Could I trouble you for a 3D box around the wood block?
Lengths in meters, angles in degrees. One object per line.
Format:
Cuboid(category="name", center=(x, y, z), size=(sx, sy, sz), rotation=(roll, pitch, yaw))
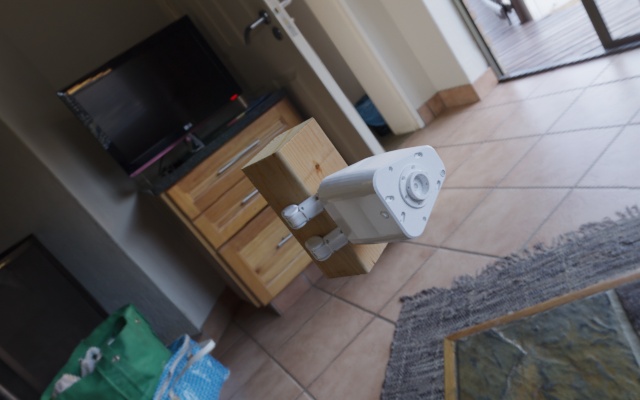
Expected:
Cuboid(category="wood block", center=(0.000, 0.002, 0.671), size=(0.090, 0.206, 0.090), rotation=(-18, 24, 47))
